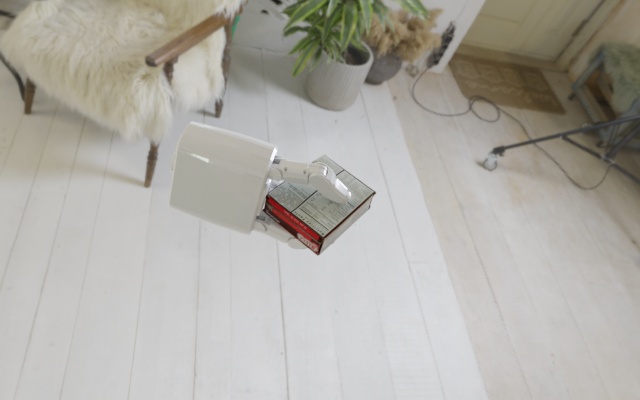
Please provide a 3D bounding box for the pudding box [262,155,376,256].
[{"bbox_3d":[0.000,0.002,0.583,0.090,0.039,0.113,38,52,16],"label":"pudding box"}]
